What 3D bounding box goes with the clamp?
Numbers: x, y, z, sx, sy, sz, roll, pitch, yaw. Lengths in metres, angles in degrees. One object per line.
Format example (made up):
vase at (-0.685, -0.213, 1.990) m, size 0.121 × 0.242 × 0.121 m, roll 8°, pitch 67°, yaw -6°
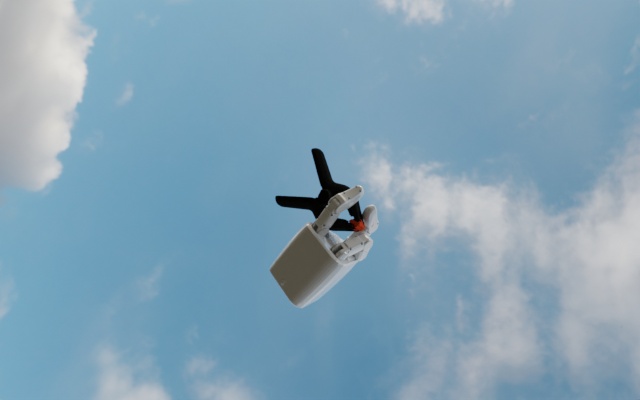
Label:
clamp at (0.001, 0.003, 0.805) m, size 0.171 × 0.120 × 0.039 m, roll 50°, pitch 15°, yaw 31°
